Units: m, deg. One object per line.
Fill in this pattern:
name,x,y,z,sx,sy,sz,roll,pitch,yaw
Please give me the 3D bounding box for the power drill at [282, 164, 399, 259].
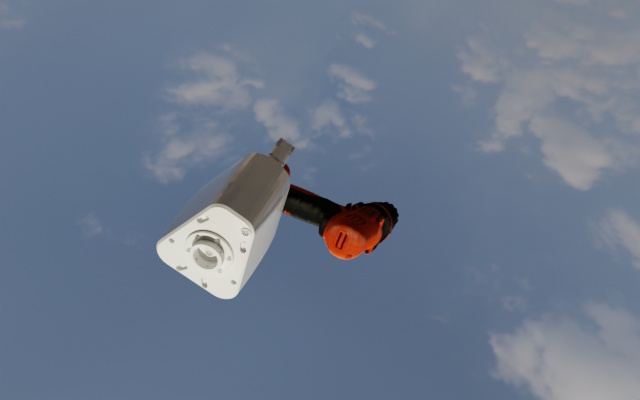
power drill,0.000,0.002,0.601,0.187,0.057,0.184,24,14,18
